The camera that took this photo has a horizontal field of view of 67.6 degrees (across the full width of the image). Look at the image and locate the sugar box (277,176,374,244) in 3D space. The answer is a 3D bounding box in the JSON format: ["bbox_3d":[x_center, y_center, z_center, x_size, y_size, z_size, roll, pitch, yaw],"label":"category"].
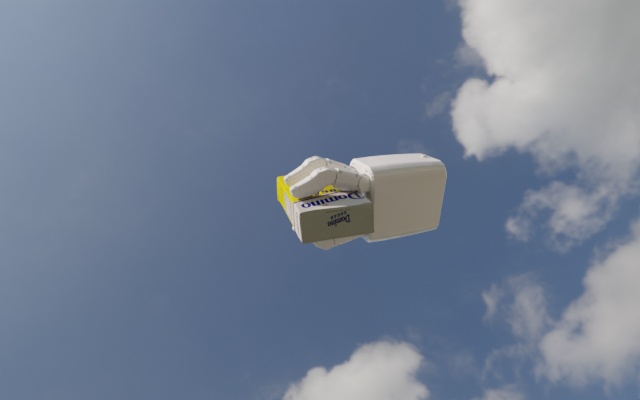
[{"bbox_3d":[0.000,0.002,0.642,0.093,0.048,0.176,-8,16,-13],"label":"sugar box"}]
